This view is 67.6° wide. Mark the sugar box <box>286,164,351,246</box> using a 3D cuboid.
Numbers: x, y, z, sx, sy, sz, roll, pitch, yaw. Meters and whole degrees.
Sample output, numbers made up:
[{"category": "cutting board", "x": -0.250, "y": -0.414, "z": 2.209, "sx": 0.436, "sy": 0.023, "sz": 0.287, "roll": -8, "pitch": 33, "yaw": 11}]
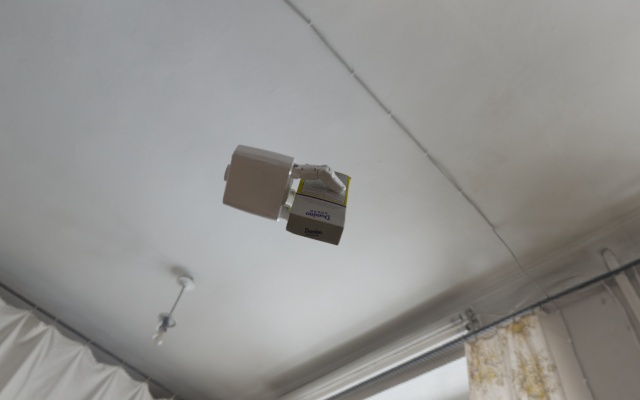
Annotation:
[{"category": "sugar box", "x": 0.000, "y": 0.003, "z": 0.842, "sx": 0.093, "sy": 0.048, "sz": 0.176, "roll": 16, "pitch": 34, "yaw": -1}]
